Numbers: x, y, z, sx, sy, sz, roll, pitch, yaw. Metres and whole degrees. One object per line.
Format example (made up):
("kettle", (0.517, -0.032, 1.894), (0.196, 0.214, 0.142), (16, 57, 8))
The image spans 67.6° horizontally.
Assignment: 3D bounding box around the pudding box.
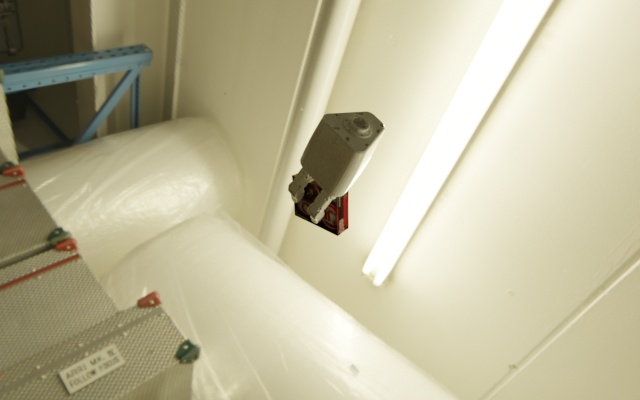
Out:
("pudding box", (0.000, 0.003, 0.879), (0.113, 0.090, 0.039), (25, 40, 37))
